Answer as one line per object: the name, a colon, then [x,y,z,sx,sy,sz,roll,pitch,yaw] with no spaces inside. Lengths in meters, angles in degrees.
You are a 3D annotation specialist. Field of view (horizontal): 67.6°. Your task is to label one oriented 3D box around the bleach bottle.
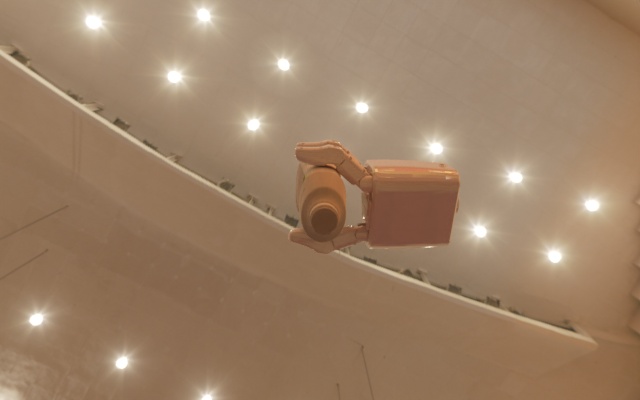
bleach bottle: [0.000,0.002,0.610,0.068,0.102,0.250,1,13,-2]
